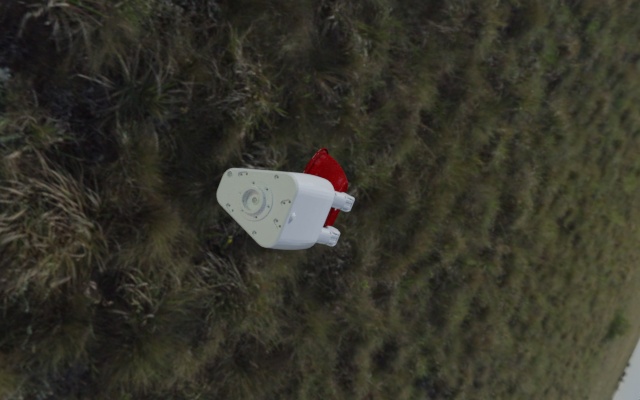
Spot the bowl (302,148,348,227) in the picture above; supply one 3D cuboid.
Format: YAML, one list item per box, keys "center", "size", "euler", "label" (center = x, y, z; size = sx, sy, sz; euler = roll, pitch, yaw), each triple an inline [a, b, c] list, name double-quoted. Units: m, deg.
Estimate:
- center: [0.001, 0.002, 0.747]
  size: [0.055, 0.162, 0.162]
  euler: [23, 4, 11]
  label: "bowl"
